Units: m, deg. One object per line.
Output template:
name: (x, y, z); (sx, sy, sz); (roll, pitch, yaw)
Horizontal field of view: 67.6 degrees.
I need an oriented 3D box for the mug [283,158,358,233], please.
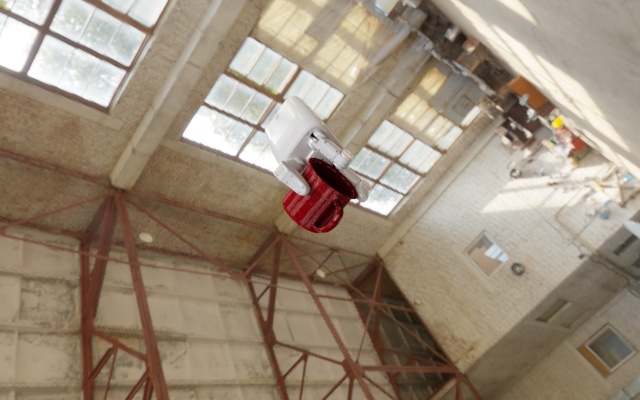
mug: (0.001, 0.003, 0.718); (0.093, 0.081, 0.117); (23, 25, -38)
